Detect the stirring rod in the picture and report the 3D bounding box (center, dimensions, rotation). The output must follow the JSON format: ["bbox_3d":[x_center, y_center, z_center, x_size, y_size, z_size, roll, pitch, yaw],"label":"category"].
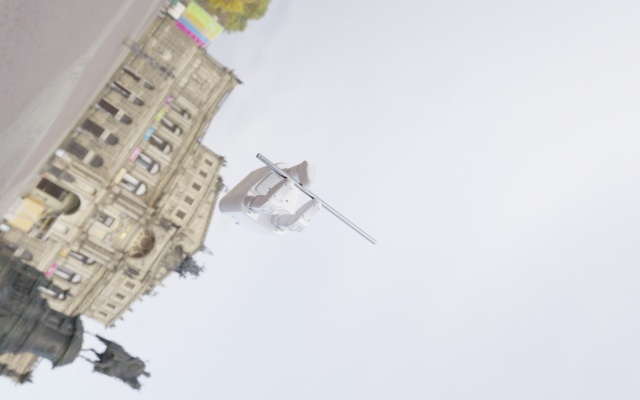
[{"bbox_3d":[0.000,0.002,0.709,0.239,0.011,0.011,37,-18,-26],"label":"stirring rod"}]
